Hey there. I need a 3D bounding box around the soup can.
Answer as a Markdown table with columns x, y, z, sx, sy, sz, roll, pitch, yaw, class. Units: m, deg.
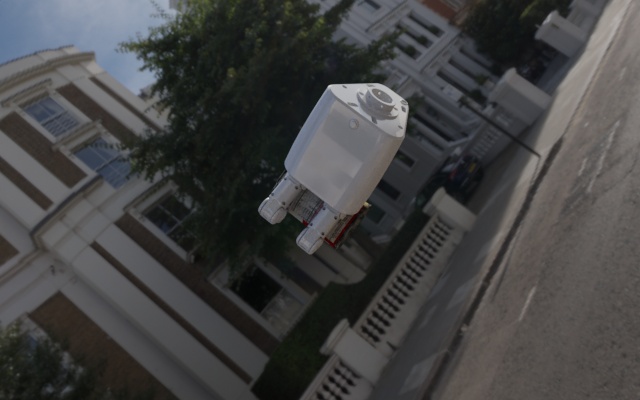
| x | y | z | sx | sy | sz | roll | pitch | yaw | class |
| --- | --- | --- | --- | --- | --- | --- | --- | --- | --- |
| 0.000 | 0.002 | 0.570 | 0.102 | 0.068 | 0.068 | 38 | 7 | 9 | soup can |
